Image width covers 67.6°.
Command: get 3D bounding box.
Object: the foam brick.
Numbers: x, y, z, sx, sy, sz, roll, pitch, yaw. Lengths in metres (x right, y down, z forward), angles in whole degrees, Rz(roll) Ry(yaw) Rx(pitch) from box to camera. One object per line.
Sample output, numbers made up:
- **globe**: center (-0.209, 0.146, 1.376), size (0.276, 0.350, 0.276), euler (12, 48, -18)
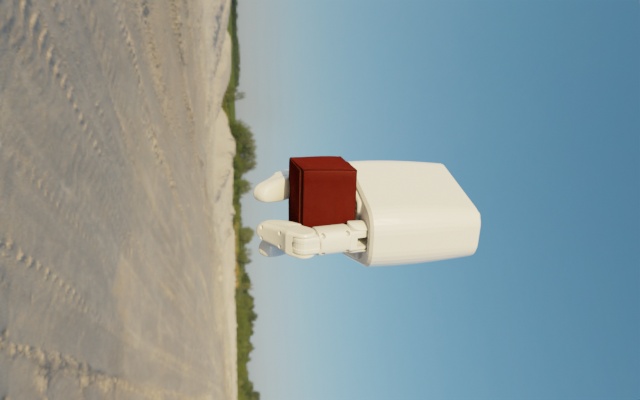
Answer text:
- **foam brick**: center (0.000, 0.001, 0.439), size (0.051, 0.078, 0.053), euler (-3, 20, -14)
